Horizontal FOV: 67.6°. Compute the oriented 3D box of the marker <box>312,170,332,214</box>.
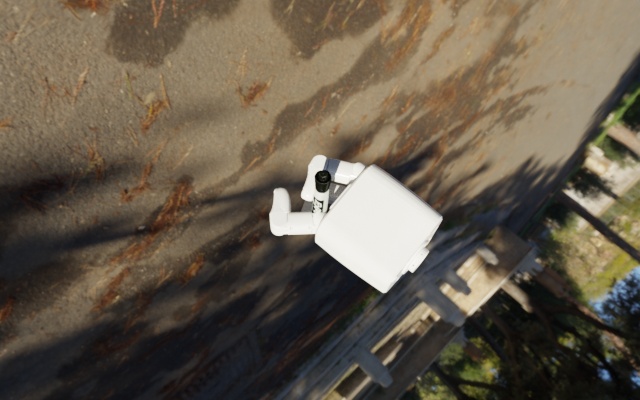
[{"bbox_3d":[0.000,0.002,0.563,0.020,0.020,0.121,0,-30,-4],"label":"marker"}]
